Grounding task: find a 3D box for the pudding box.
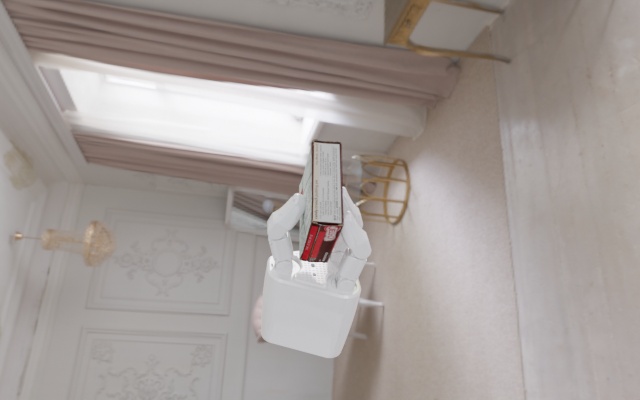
[{"bbox_3d":[0.000,0.002,0.543,0.039,0.113,0.090,4,-33,-10],"label":"pudding box"}]
